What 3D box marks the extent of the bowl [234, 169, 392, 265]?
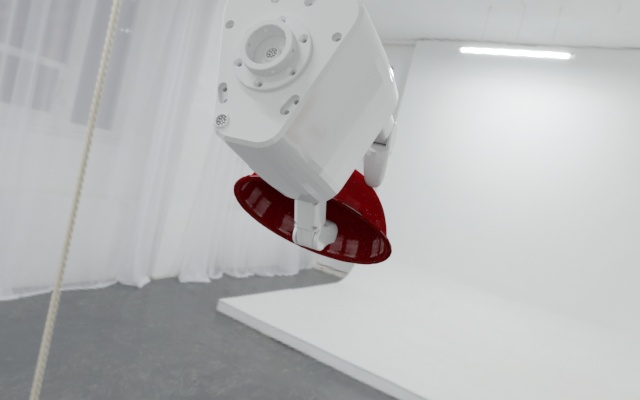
[{"bbox_3d":[0.000,0.002,0.465,0.162,0.055,0.162,20,-23,9],"label":"bowl"}]
